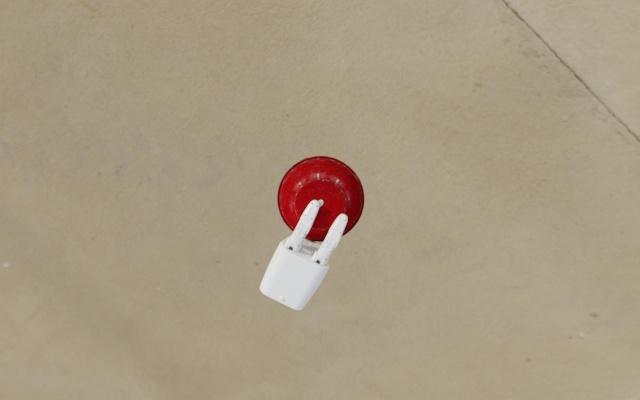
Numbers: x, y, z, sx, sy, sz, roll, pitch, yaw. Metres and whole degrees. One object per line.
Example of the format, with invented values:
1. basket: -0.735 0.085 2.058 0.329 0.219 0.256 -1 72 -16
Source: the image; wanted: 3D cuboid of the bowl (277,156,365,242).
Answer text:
1. bowl: 0.000 0.002 0.856 0.162 0.162 0.055 0 11 1
